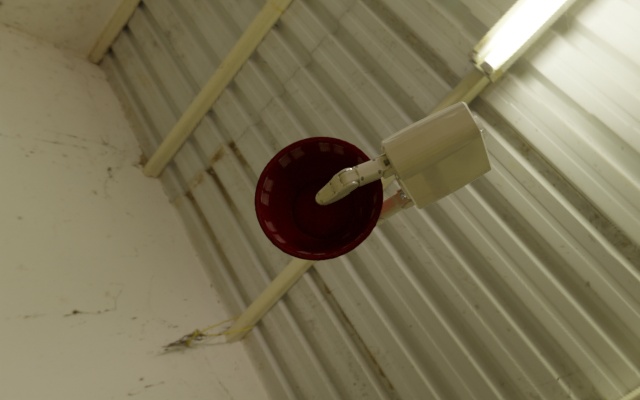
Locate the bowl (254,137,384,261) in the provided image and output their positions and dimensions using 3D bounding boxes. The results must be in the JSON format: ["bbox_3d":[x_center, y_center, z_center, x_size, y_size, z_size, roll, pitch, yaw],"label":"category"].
[{"bbox_3d":[-0.001,0.002,0.615,0.162,0.162,0.055,0,-17,8],"label":"bowl"}]
